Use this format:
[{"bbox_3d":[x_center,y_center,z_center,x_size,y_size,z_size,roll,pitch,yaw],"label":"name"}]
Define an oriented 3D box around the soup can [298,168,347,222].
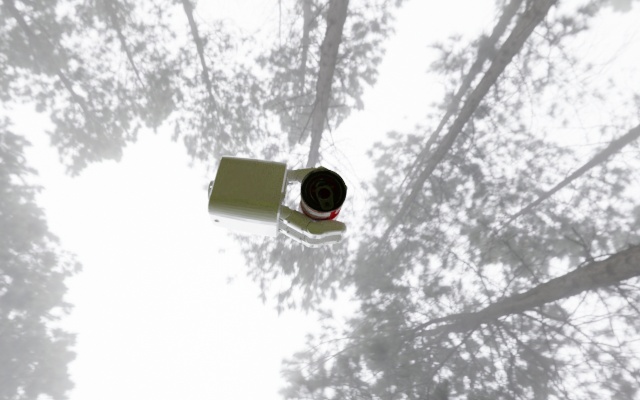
[{"bbox_3d":[0.001,0.002,0.727,0.068,0.068,0.102,0,-20,-6],"label":"soup can"}]
